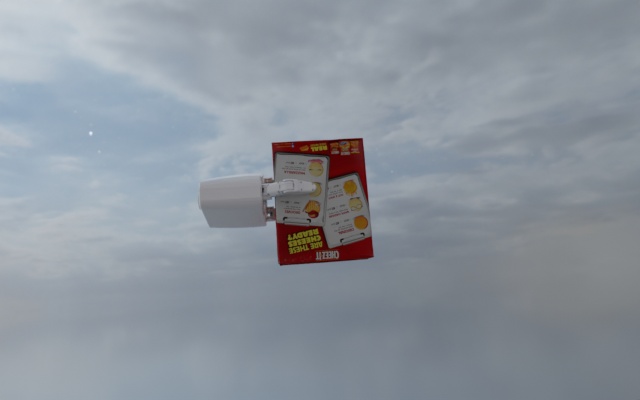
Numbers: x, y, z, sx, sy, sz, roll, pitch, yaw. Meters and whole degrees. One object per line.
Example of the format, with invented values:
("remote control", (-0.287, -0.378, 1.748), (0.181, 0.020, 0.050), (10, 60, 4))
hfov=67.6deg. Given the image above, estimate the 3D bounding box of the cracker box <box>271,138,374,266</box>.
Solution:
("cracker box", (0.000, 0.003, 0.846), (0.164, 0.213, 0.072), (-4, -10, -4))
